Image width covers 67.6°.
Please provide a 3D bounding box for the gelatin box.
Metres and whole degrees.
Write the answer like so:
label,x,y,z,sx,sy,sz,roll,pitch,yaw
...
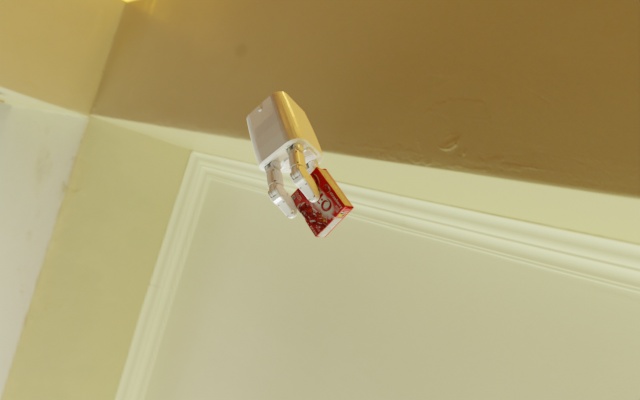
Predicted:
label,x,y,z,sx,sy,sz,roll,pitch,yaw
gelatin box,0.001,0.003,0.761,0.073,0.089,0.030,-47,-28,23
